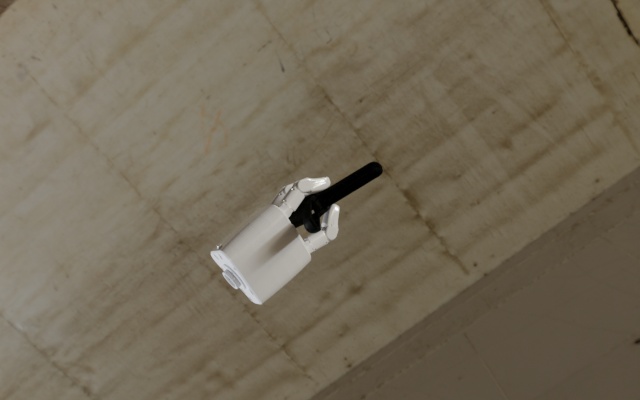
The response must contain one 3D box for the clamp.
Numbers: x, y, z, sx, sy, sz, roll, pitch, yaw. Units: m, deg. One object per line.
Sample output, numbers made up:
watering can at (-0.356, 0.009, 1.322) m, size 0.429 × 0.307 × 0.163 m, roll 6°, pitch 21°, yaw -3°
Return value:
clamp at (0.000, 0.003, 0.769) m, size 0.164 × 0.036 × 0.210 m, roll -39°, pitch 10°, yaw -25°
